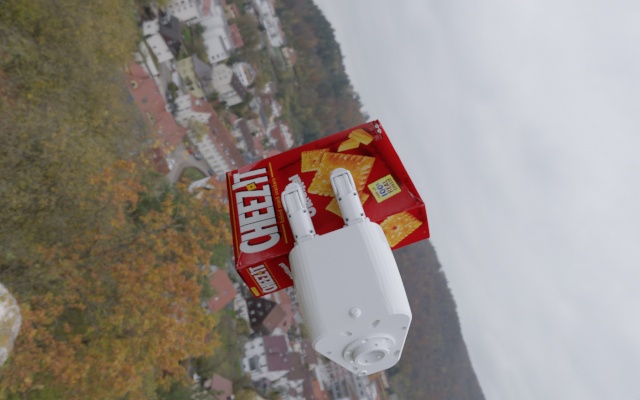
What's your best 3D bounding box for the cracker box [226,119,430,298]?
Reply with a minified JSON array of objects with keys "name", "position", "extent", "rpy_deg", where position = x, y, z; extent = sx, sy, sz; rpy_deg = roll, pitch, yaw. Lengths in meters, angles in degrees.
[{"name":"cracker box","position":[0.000,0.002,0.574],"extent":[0.214,0.164,0.072],"rpy_deg":[-19,-44,2]}]
